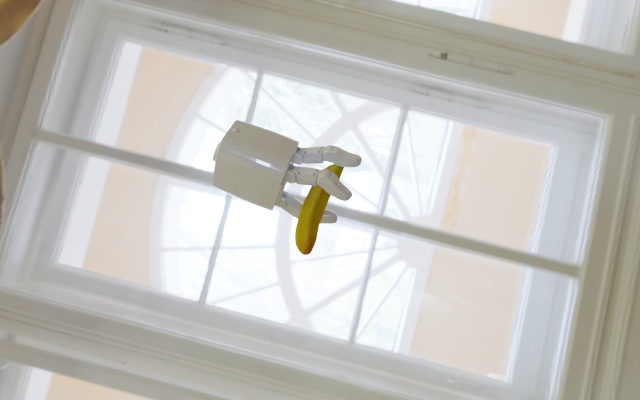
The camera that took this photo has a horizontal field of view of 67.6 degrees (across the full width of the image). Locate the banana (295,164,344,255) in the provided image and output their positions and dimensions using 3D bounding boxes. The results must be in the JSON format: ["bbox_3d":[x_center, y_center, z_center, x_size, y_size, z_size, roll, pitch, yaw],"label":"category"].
[{"bbox_3d":[-0.006,0.008,0.730,0.037,0.197,0.070,29,-35,-9],"label":"banana"}]
